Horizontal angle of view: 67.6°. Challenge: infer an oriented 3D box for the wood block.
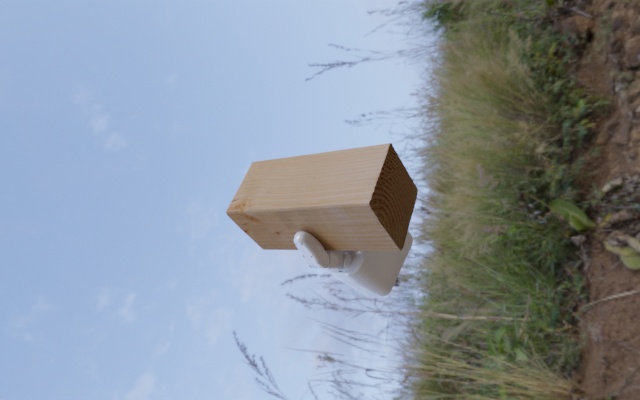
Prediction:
[{"bbox_3d":[0.000,0.002,0.586,0.206,0.090,0.090,-4,-40,35],"label":"wood block"}]
